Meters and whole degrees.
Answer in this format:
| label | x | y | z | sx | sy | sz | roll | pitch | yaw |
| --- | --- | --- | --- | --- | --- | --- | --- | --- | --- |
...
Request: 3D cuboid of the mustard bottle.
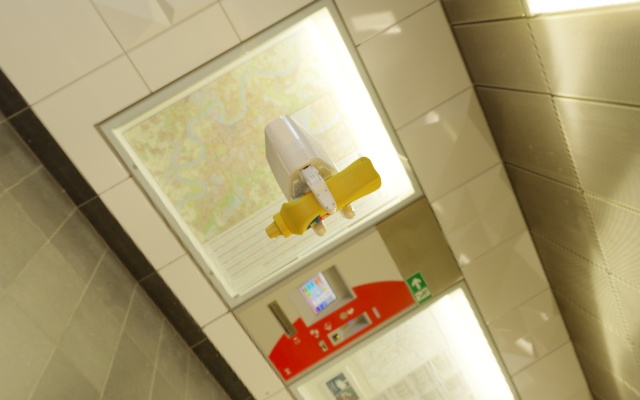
| label | x | y | z | sx | sy | sz | roll | pitch | yaw |
| --- | --- | --- | --- | --- | --- | --- | --- | --- | --- |
| mustard bottle | 0.001 | 0.003 | 0.740 | 0.191 | 0.058 | 0.096 | -31 | -2 | -2 |
